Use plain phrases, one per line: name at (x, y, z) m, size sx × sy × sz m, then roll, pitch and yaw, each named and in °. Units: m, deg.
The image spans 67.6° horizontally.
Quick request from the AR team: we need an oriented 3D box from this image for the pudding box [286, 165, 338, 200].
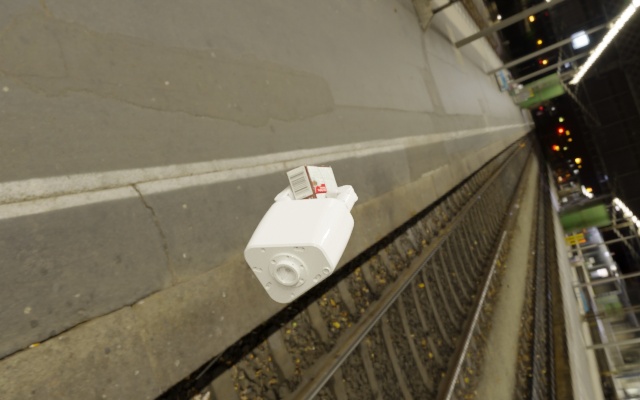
pudding box at (0.000, 0.002, 0.737) m, size 0.039 × 0.113 × 0.090 m, roll -20°, pitch -7°, yaw 25°
